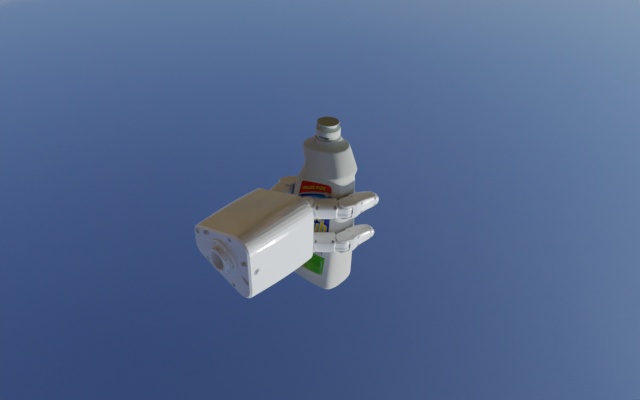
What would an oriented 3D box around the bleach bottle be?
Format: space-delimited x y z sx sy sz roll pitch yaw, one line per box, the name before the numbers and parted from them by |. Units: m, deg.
bleach bottle | 0.000 0.002 0.662 0.102 0.251 0.068 28 43 32
